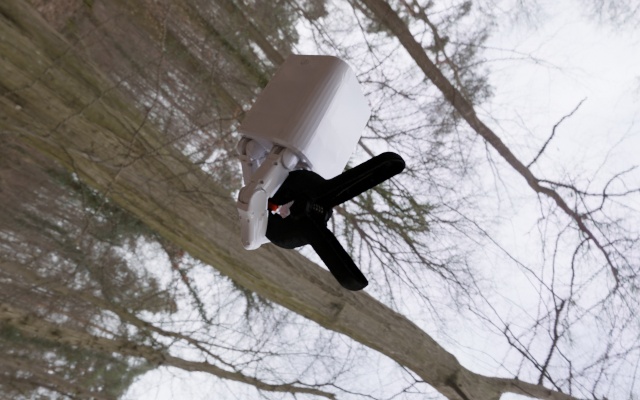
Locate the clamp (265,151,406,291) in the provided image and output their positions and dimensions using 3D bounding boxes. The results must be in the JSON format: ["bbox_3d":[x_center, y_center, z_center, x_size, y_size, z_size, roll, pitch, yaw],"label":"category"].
[{"bbox_3d":[0.000,0.002,0.440,0.171,0.120,0.039,19,-15,44],"label":"clamp"}]
